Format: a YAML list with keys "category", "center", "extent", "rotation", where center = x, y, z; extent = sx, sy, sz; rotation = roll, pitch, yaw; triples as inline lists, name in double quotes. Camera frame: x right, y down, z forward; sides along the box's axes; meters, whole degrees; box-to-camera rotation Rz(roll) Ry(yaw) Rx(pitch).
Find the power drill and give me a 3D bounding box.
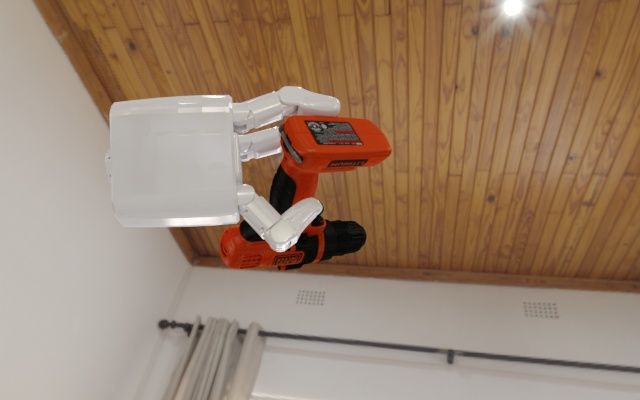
- category: "power drill"
  center: [0.000, 0.001, 0.505]
  extent: [0.184, 0.188, 0.057]
  rotation: [-4, 47, -33]
